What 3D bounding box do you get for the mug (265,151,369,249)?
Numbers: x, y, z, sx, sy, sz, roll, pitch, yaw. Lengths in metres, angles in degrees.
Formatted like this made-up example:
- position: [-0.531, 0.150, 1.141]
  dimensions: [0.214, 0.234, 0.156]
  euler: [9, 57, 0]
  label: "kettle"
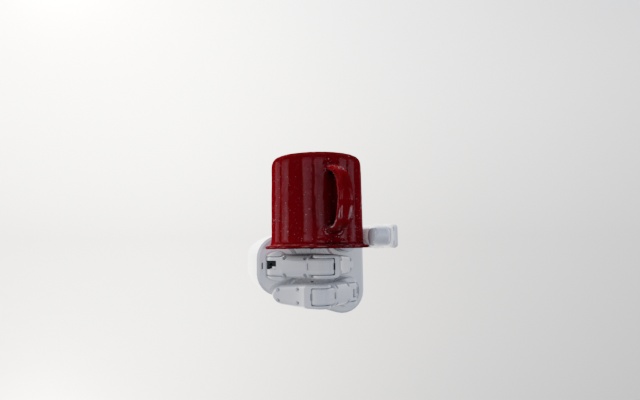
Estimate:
- position: [0.000, 0.001, 0.419]
  dimensions: [0.093, 0.081, 0.117]
  euler: [1, -6, -17]
  label: "mug"
